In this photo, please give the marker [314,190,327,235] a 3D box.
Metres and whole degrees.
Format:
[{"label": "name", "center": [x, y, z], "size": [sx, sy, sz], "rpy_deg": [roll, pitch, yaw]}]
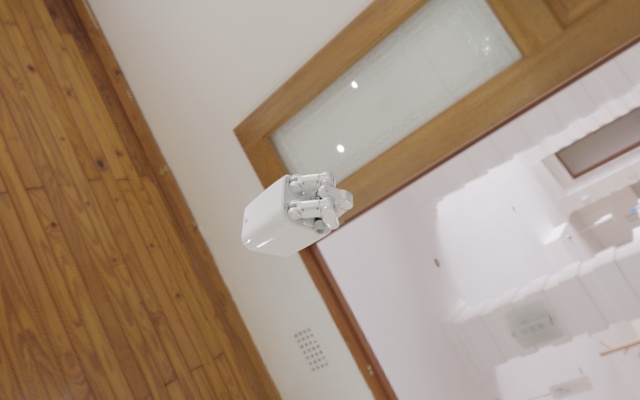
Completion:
[{"label": "marker", "center": [0.000, 0.003, 0.777], "size": [0.020, 0.121, 0.020], "rpy_deg": [0, -42, 0]}]
